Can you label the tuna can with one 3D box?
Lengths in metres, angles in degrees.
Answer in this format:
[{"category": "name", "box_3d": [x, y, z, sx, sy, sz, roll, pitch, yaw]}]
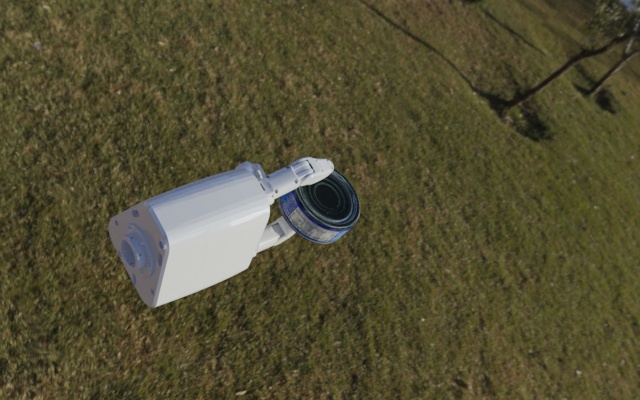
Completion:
[{"category": "tuna can", "box_3d": [0.000, 0.001, 0.513, 0.086, 0.086, 0.034, 0, -31, -38]}]
